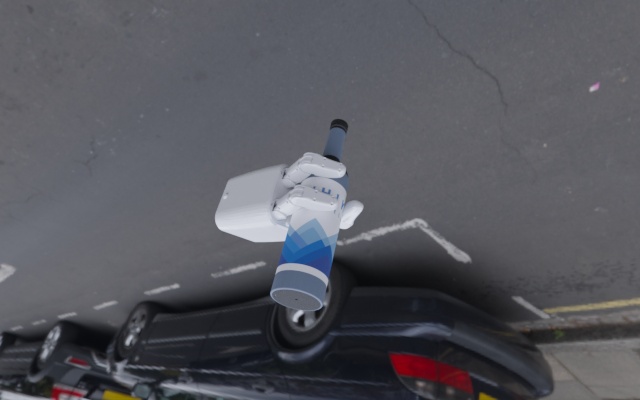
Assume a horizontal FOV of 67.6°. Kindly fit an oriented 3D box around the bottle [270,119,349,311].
[{"bbox_3d":[0.000,0.002,0.665,0.069,0.295,0.069,10,-33,6],"label":"bottle"}]
